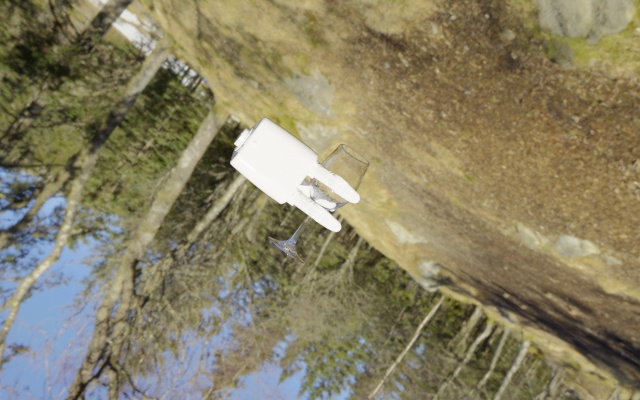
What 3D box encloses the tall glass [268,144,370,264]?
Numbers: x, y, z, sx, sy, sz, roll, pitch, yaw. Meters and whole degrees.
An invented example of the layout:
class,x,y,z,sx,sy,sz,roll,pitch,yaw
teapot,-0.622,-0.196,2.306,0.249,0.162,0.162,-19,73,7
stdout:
class,x,y,z,sx,sy,sz,roll,pitch,yaw
tall glass,0.000,0.003,0.799,0.079,0.201,0.079,36,-3,2
